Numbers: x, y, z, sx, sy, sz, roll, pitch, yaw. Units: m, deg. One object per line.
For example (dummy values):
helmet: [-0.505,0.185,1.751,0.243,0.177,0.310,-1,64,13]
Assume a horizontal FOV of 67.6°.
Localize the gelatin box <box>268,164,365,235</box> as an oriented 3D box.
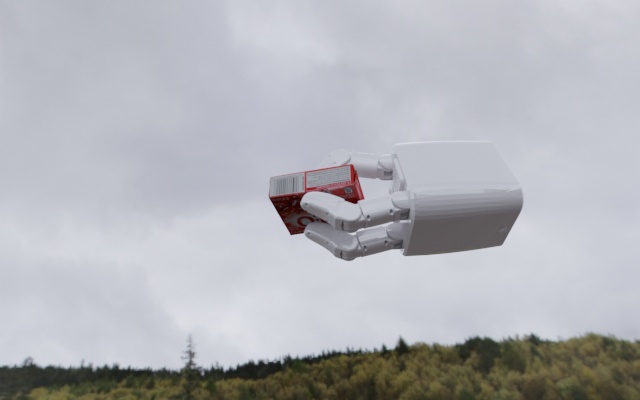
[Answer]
gelatin box: [0.000,0.001,0.492,0.089,0.030,0.073,-8,-36,12]
